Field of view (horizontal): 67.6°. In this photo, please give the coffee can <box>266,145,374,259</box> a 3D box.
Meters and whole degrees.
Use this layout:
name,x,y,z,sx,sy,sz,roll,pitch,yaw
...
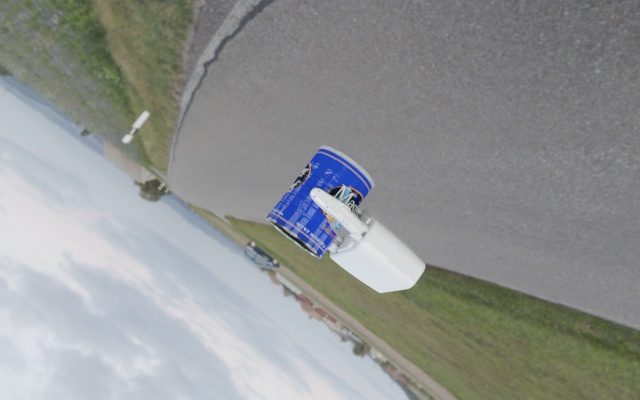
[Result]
name,x,y,z,sx,sy,sz,roll,pitch,yaw
coffee can,0.000,0.002,0.723,0.103,0.140,0.103,36,-10,7
